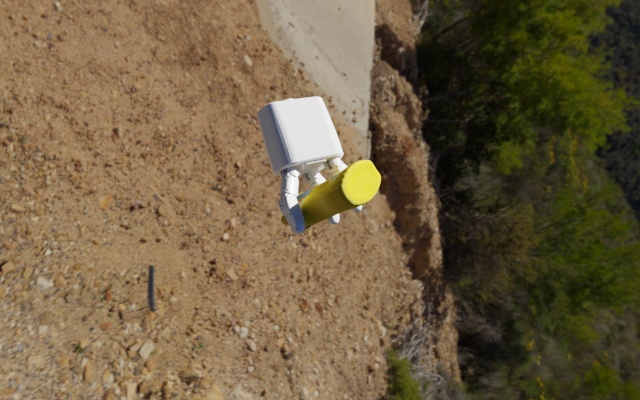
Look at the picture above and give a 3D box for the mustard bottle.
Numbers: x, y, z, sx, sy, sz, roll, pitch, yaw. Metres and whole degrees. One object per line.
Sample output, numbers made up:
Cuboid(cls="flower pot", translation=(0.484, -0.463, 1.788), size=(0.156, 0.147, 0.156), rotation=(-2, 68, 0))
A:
Cuboid(cls="mustard bottle", translation=(0.000, 0.003, 0.751), size=(0.192, 0.058, 0.096), rotation=(-26, 13, 44))
